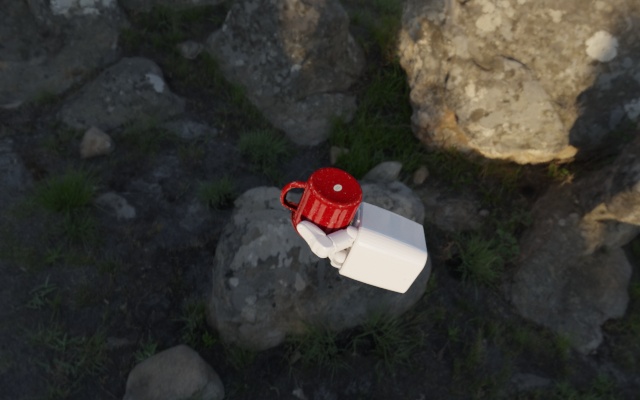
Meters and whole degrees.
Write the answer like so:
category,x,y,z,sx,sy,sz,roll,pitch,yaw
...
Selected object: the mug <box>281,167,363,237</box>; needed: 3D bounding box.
category,x,y,z,sx,sy,sz,roll,pitch,yaw
mug,-0.001,0.002,0.696,0.117,0.093,0.082,18,-46,-5
